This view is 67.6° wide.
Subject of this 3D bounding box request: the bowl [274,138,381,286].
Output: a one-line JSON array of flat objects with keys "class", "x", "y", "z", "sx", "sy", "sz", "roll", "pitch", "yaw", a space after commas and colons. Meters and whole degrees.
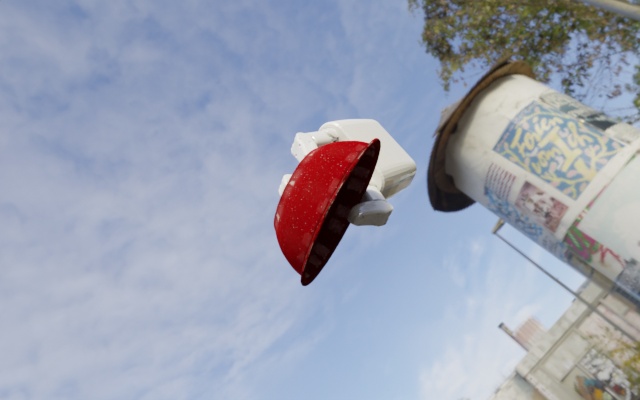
[{"class": "bowl", "x": -0.001, "y": 0.002, "z": 0.474, "sx": 0.055, "sy": 0.162, "sz": 0.162, "roll": 27, "pitch": 5, "yaw": 11}]
